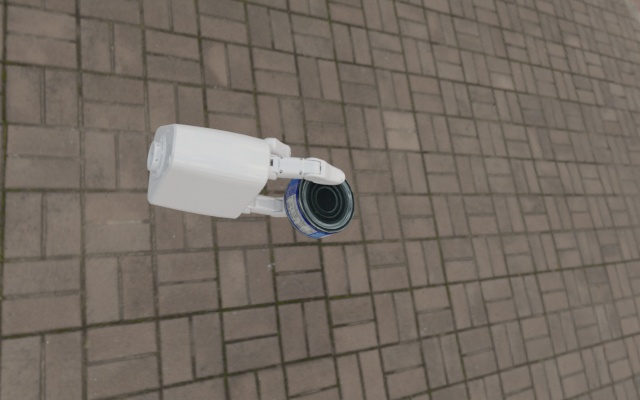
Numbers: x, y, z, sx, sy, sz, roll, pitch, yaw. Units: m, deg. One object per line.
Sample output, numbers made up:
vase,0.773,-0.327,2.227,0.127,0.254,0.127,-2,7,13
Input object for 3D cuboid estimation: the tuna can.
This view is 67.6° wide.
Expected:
tuna can,0.000,0.002,0.584,0.086,0.086,0.034,0,-14,-35
